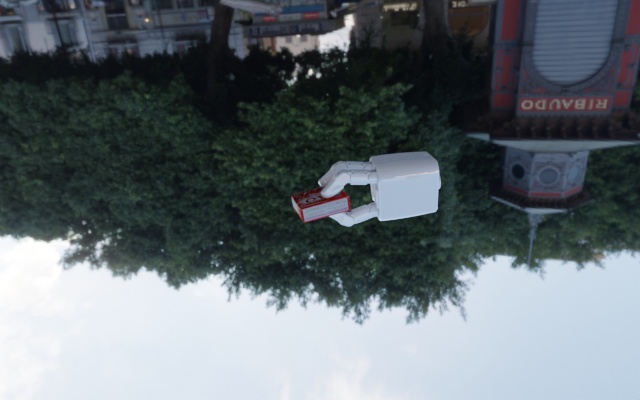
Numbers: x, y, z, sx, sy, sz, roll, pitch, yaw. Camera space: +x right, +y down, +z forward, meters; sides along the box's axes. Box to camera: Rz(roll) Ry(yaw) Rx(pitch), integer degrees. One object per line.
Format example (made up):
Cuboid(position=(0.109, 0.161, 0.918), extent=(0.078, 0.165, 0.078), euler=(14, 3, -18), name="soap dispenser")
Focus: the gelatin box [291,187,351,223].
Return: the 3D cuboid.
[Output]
Cuboid(position=(0.000, 0.003, 0.845), extent=(0.089, 0.030, 0.073), euler=(-16, 24, -11), name="gelatin box")
